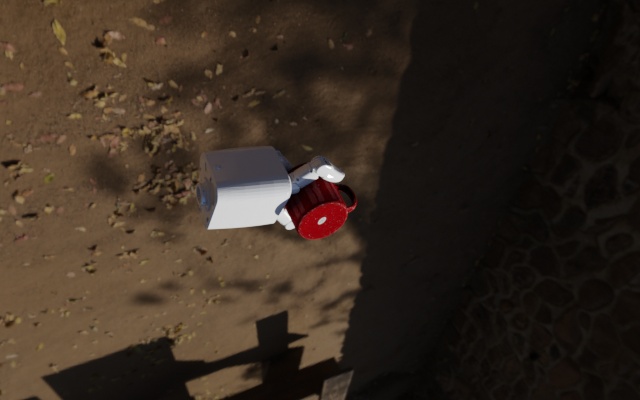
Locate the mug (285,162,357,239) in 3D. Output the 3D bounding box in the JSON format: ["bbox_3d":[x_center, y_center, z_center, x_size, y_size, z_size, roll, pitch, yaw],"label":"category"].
[{"bbox_3d":[0.001,0.002,0.718,0.117,0.093,0.081,-6,47,-25],"label":"mug"}]
